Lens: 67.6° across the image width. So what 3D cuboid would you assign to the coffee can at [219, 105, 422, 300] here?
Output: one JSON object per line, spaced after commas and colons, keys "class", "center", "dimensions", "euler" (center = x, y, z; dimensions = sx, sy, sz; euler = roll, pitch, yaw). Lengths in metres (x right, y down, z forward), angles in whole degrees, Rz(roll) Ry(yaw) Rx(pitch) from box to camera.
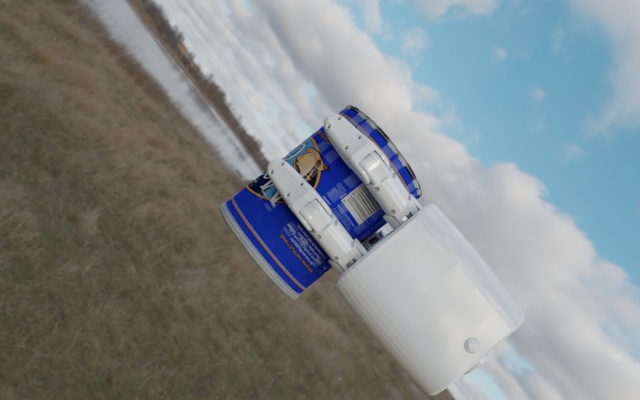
{"class": "coffee can", "center": [0.000, 0.001, 0.413], "dimensions": [0.140, 0.103, 0.103], "euler": [-39, 2, -3]}
